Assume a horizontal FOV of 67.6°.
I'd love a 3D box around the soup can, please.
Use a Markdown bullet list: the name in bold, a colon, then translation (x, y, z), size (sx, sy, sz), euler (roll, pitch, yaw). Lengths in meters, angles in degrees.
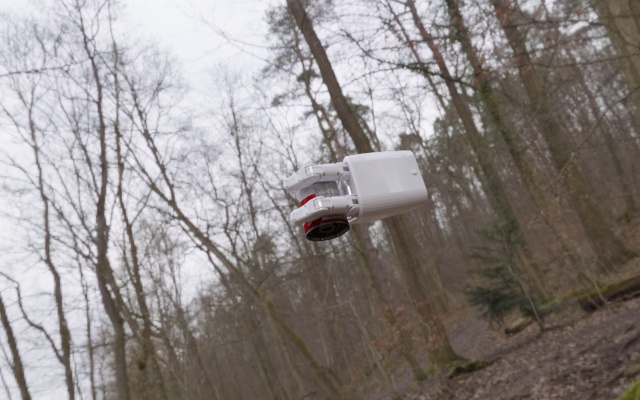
- **soup can**: translation (0.000, 0.002, 0.726), size (0.068, 0.102, 0.068), euler (-12, -24, -5)
